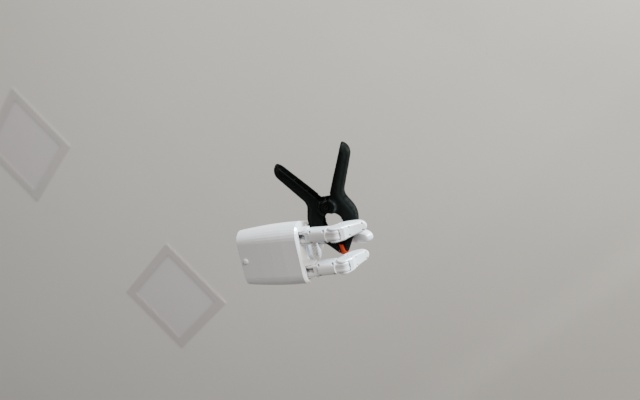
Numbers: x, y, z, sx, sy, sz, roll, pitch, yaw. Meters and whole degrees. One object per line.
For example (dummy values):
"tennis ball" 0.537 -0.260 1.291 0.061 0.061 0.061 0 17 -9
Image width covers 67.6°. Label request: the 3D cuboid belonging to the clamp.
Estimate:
"clamp" 0.000 0.002 0.729 0.120 0.171 0.039 -7 14 19
